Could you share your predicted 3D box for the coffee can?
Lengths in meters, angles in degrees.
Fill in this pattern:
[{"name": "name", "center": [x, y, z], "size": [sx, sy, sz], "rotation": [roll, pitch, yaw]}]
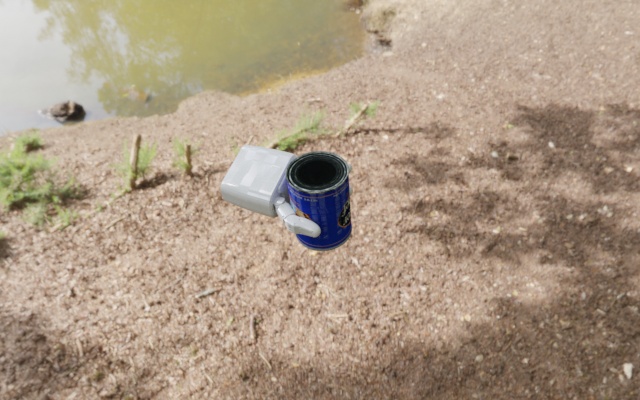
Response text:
[{"name": "coffee can", "center": [0.000, 0.003, 0.808], "size": [0.103, 0.140, 0.102], "rotation": [-3, 44, 3]}]
